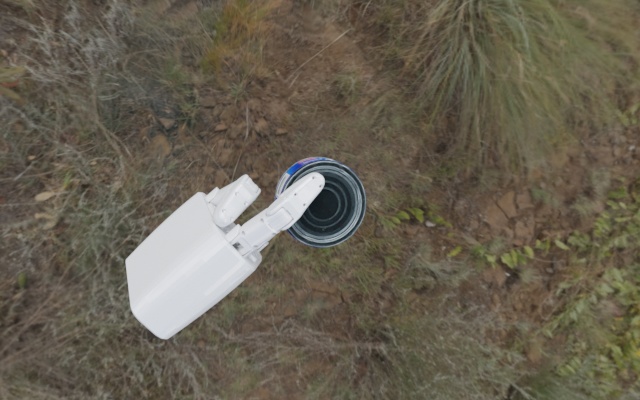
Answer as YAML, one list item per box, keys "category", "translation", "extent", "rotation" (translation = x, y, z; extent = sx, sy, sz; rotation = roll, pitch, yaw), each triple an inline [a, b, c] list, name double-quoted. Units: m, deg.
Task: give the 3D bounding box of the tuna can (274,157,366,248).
- category: "tuna can"
  translation: [0.000, 0.002, 0.461]
  extent: [0.086, 0.086, 0.033]
  rotation: [0, 9, -13]
